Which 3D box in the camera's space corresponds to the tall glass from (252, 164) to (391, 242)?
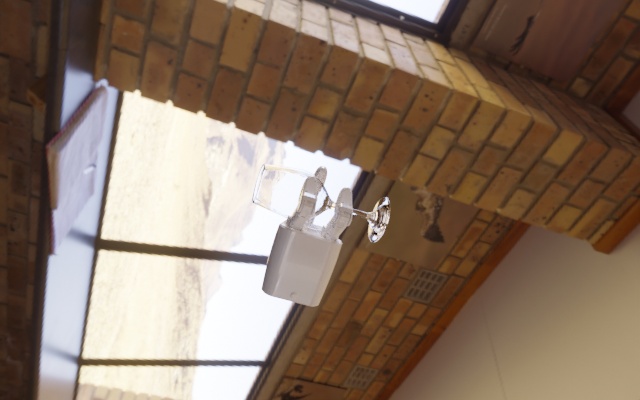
[{"bbox_3d":[0.001,0.002,0.729,0.201,0.079,0.079,17,-4,-13],"label":"tall glass"}]
